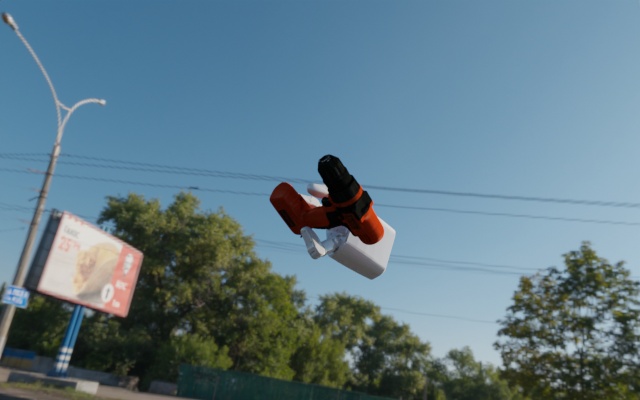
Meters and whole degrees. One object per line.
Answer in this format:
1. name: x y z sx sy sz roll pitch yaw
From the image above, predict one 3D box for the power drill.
1. power drill: 0.000 0.003 0.823 0.187 0.184 0.057 -1 42 44
